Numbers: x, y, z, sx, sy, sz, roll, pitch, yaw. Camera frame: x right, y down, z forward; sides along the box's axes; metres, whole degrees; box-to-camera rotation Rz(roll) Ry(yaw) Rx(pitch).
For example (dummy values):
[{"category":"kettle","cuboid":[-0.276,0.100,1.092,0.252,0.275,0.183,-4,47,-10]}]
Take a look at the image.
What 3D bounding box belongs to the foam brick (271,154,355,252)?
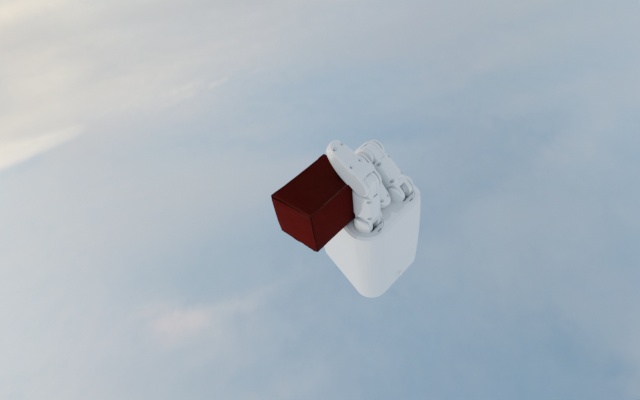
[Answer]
[{"category":"foam brick","cuboid":[0.000,0.002,0.470,0.053,0.051,0.078,29,55,33]}]
